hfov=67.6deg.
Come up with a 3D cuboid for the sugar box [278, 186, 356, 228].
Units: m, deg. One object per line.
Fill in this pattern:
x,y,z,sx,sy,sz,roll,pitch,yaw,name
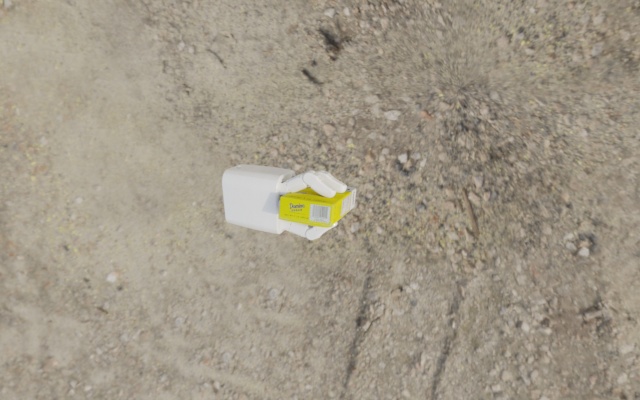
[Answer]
0.000,0.002,0.848,0.093,0.048,0.176,9,15,14,sugar box
